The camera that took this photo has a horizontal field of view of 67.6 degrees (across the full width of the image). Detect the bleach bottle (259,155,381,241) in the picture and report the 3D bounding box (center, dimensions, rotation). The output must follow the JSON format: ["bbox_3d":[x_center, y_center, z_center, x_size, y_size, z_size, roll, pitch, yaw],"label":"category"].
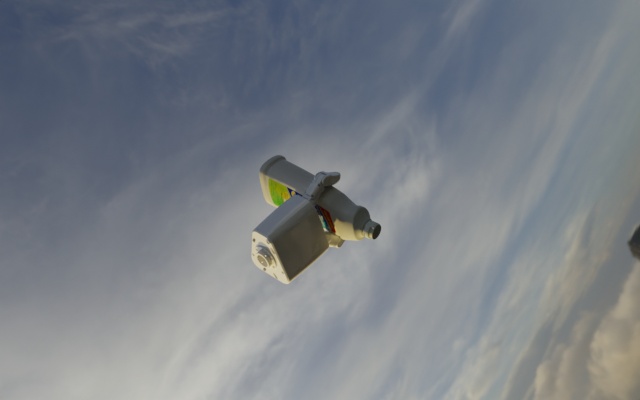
[{"bbox_3d":[0.000,0.003,0.877,0.250,0.103,0.068,25,48,33],"label":"bleach bottle"}]
